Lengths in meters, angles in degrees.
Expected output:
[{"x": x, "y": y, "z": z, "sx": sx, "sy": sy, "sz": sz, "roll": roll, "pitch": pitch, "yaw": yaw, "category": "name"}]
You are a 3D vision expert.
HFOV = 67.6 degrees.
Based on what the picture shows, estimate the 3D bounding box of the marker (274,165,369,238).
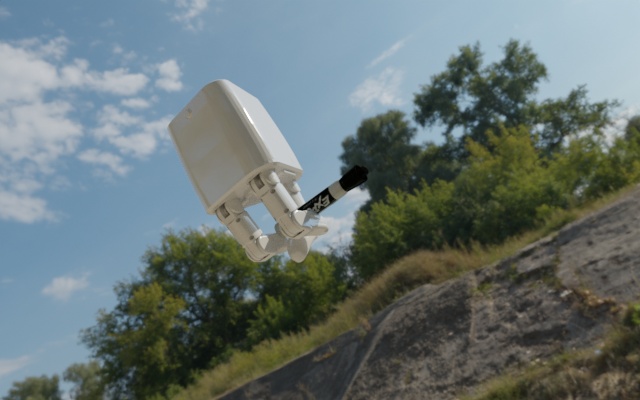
[{"x": 0.000, "y": 0.002, "z": 0.486, "sx": 0.121, "sy": 0.020, "sz": 0.020, "roll": -36, "pitch": -19, "yaw": 28, "category": "marker"}]
